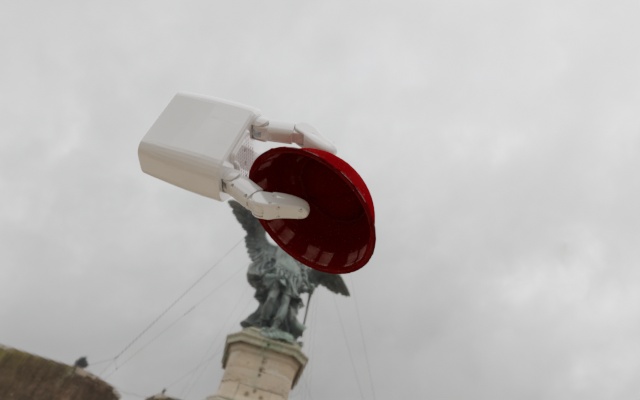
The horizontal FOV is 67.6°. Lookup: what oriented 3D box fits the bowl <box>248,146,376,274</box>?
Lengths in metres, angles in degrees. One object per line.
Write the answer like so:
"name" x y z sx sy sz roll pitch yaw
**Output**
"bowl" 0.001 0.002 0.524 0.162 0.162 0.055 0 32 39
